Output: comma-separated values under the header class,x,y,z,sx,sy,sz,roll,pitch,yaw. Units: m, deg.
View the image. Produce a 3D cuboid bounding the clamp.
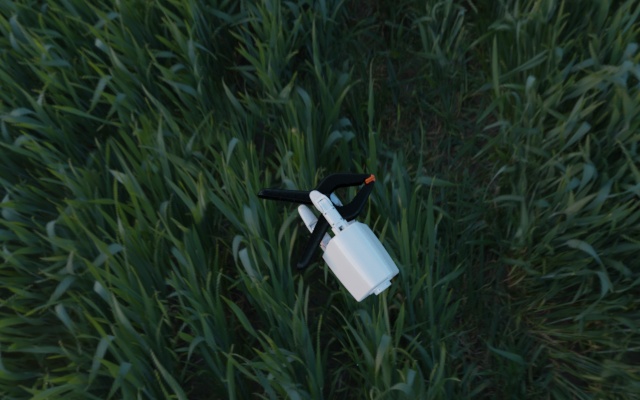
class,x,y,z,sx,sy,sz,roll,pitch,yaw
clamp,0.001,0.003,0.864,0.210,0.164,0.036,-35,-12,-8
